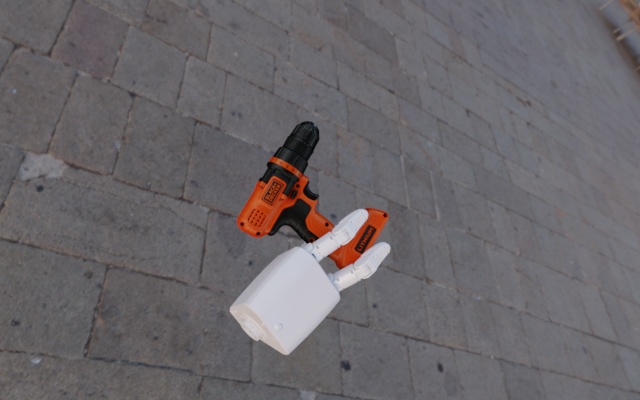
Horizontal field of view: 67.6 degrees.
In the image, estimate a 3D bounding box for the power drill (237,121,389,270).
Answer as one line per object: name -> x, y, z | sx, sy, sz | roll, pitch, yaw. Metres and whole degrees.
power drill -> 0.000, 0.003, 0.687 | 0.187, 0.184, 0.057 | 31, -7, -6
